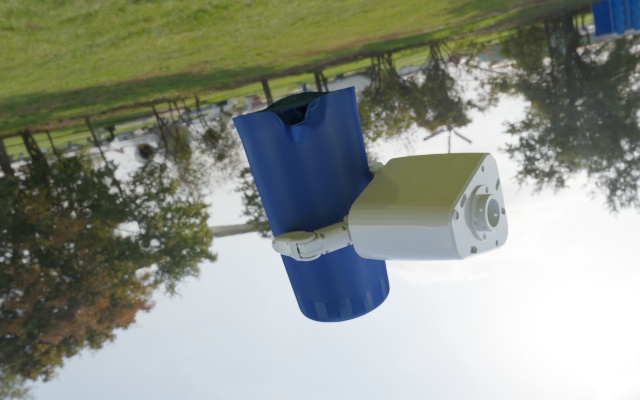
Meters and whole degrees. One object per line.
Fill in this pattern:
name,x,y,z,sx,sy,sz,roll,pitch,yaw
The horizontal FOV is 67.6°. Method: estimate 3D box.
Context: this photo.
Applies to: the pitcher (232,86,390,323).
pitcher,0.000,0.002,0.537,0.145,0.243,0.149,-2,17,44
